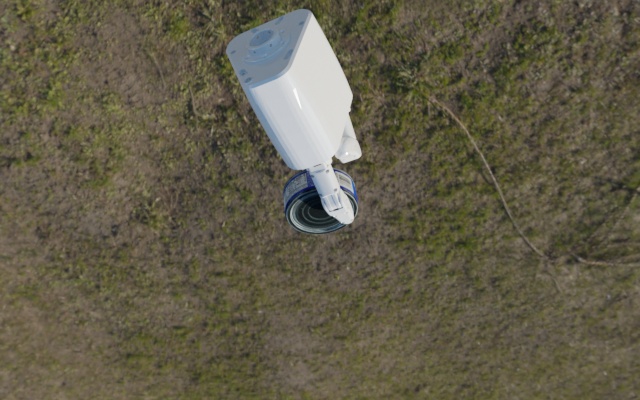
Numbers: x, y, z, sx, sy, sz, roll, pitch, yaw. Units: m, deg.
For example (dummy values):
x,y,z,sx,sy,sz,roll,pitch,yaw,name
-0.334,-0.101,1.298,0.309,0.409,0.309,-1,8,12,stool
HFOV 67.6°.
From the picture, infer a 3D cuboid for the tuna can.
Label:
x,y,z,sx,sy,sz,roll,pitch,yaw,name
0.000,0.002,0.553,0.086,0.033,0.086,-5,-41,-4,tuna can
